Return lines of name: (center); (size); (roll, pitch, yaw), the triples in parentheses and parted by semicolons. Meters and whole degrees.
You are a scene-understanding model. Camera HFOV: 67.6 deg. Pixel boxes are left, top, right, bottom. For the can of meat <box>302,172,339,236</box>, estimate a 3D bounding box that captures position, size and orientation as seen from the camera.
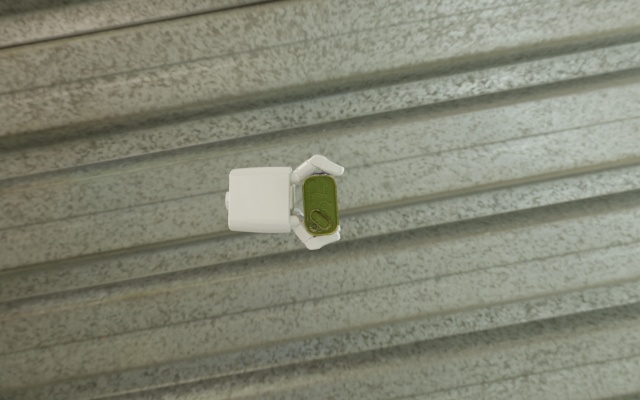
can of meat: (0.000, 0.003, 0.827); (0.057, 0.102, 0.084); (-4, 8, 1)
